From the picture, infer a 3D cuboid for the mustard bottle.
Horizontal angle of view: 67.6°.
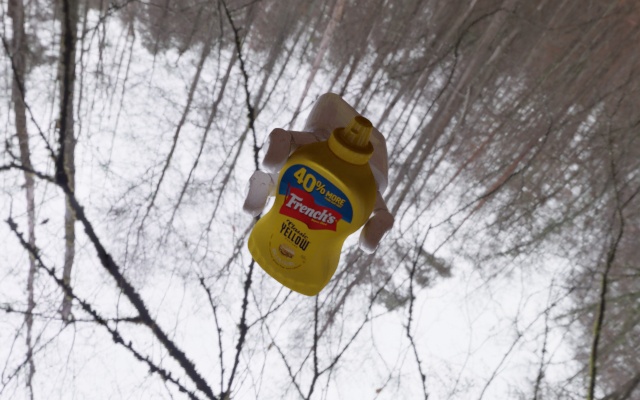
[{"bbox_3d":[0.000,0.002,0.464,0.096,0.192,0.058,37,34,13],"label":"mustard bottle"}]
